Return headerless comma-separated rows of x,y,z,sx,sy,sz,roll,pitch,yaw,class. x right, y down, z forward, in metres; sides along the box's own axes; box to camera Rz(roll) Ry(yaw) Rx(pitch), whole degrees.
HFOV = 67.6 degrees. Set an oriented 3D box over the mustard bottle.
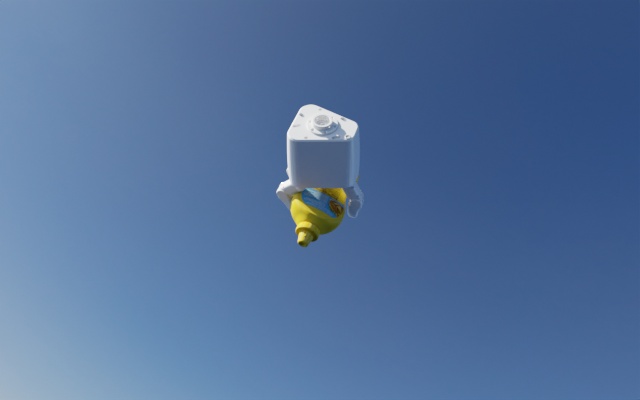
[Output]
0.000,0.003,0.851,0.096,0.191,0.058,28,-38,-7,mustard bottle
